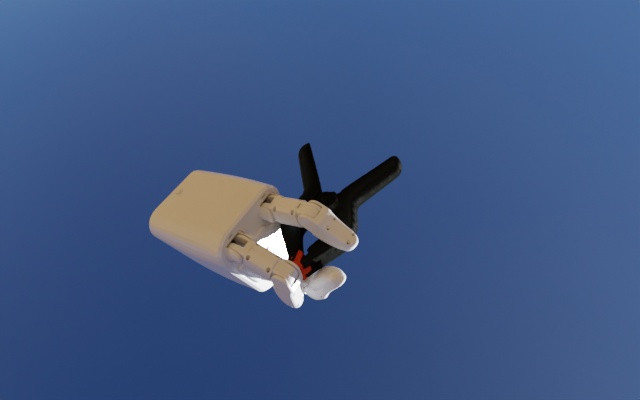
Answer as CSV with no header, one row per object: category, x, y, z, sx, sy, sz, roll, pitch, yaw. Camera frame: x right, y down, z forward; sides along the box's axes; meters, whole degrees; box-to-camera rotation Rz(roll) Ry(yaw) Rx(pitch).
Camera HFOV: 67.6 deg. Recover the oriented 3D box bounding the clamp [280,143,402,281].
clamp,0.000,0.002,0.506,0.120,0.039,0.171,15,53,30
